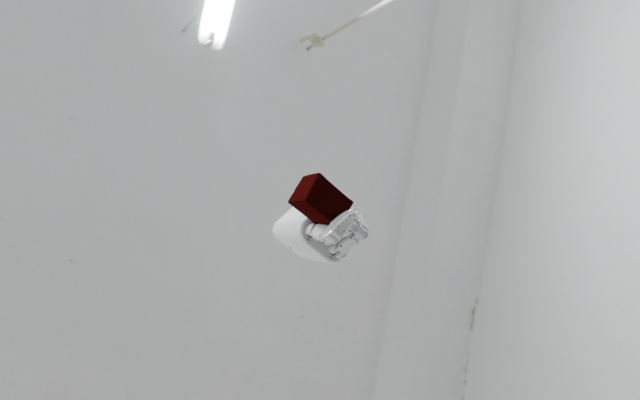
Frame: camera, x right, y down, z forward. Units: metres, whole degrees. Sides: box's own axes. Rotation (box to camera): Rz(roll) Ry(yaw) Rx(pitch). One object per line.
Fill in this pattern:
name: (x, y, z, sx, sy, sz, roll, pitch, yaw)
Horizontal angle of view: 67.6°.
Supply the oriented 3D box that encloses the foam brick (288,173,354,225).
foam brick: (0.000, 0.002, 0.734, 0.078, 0.053, 0.051, 40, -22, -26)
